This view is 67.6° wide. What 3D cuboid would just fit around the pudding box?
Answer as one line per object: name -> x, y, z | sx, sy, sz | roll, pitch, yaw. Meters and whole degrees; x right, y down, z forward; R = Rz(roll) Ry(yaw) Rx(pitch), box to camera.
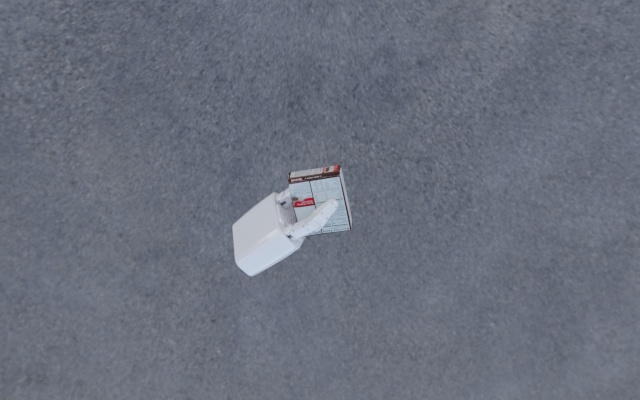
pudding box -> 0.000, 0.003, 0.794 | 0.090, 0.114, 0.039 | -9, 32, 7
